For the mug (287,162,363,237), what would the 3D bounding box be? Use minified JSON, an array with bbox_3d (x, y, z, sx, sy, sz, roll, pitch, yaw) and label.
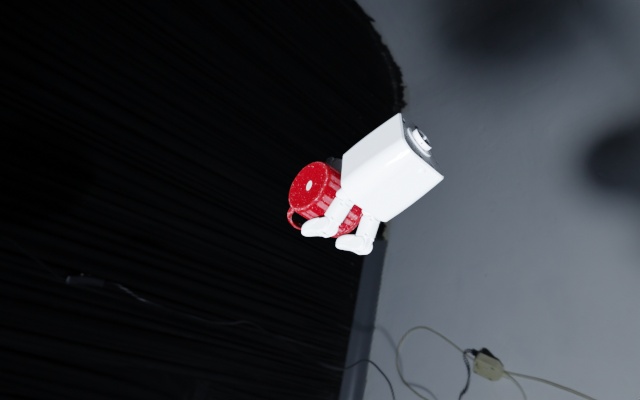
[{"bbox_3d":[-0.001,0.003,0.702,0.117,0.093,0.081,-38,-50,25],"label":"mug"}]
